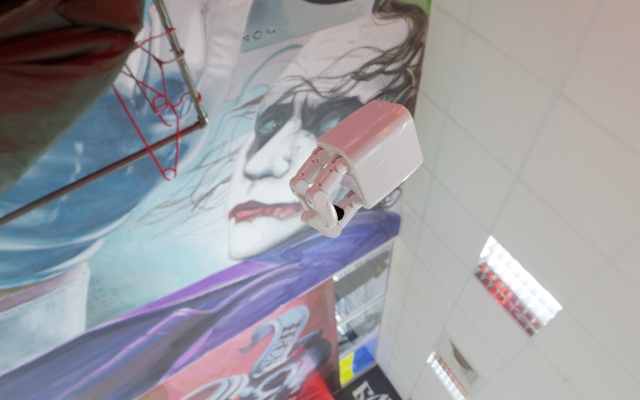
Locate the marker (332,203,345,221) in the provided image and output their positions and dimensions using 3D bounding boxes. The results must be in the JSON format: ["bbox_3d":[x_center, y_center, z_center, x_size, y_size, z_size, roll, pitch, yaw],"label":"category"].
[{"bbox_3d":[0.000,0.002,0.672,0.020,0.020,0.121,0,17,-27],"label":"marker"}]
